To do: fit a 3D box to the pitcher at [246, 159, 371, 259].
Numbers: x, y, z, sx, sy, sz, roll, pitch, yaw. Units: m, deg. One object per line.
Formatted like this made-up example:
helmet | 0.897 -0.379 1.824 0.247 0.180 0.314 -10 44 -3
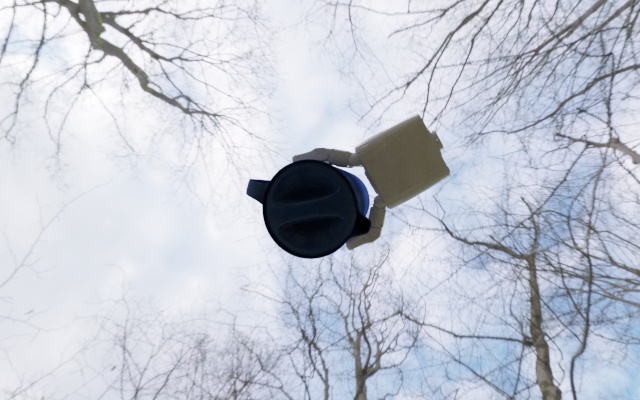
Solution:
pitcher | 0.000 0.002 0.747 0.145 0.149 0.243 -30 -4 12
